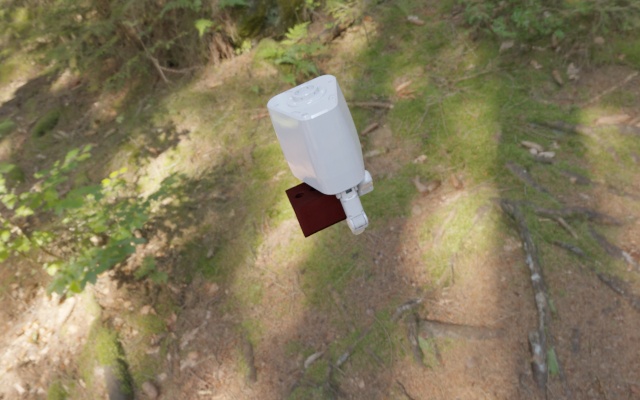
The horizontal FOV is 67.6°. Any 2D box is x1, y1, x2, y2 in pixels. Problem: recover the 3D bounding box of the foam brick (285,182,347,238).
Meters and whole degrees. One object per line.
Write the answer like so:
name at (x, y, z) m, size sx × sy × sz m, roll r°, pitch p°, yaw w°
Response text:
foam brick at (0.000, 0.002, 0.634) m, size 0.078 × 0.051 × 0.053 m, roll -25°, pitch 34°, yaw -4°
